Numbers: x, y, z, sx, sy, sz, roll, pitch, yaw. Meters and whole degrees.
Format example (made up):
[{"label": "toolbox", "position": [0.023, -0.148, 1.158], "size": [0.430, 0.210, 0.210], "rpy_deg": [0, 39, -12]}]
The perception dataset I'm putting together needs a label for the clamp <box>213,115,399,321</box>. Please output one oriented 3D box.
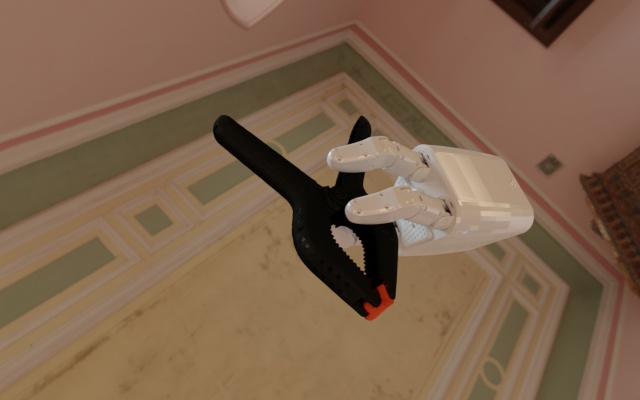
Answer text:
[{"label": "clamp", "position": [0.000, 0.002, 0.411], "size": [0.164, 0.209, 0.036], "rpy_deg": [0, -35, -26]}]
